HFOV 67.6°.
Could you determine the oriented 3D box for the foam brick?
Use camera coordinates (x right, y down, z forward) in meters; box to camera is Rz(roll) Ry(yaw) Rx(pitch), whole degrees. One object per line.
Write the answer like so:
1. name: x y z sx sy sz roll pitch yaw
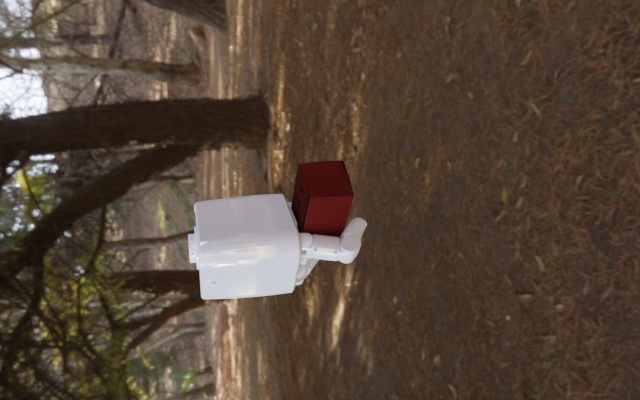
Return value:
1. foam brick: 0.000 0.001 0.529 0.051 0.053 0.078 -3 -42 -15
